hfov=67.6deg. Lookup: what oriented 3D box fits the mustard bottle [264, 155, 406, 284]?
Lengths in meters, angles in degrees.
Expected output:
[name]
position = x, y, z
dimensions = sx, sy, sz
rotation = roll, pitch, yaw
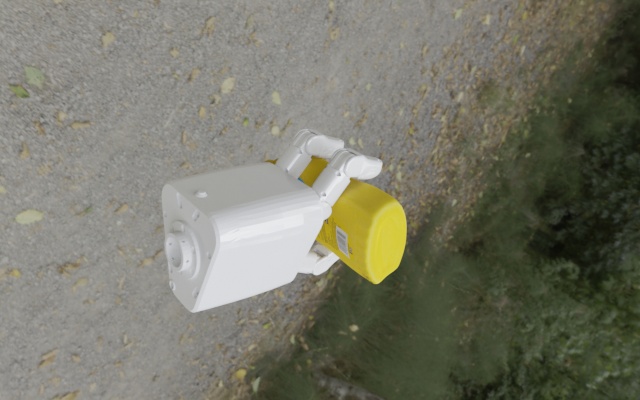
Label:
[mustard bottle]
position = 0.001, 0.002, 0.500
dimensions = 0.058, 0.096, 0.191
rotation = -35, 47, -26
